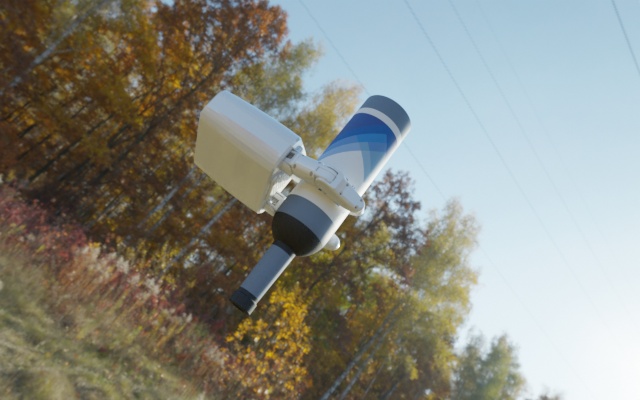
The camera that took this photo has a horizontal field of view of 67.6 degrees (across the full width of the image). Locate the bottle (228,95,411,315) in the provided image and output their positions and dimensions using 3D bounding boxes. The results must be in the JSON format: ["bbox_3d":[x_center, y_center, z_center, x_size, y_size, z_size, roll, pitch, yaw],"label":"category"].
[{"bbox_3d":[0.000,0.002,0.542,0.069,0.295,0.069,32,-22,15],"label":"bottle"}]
